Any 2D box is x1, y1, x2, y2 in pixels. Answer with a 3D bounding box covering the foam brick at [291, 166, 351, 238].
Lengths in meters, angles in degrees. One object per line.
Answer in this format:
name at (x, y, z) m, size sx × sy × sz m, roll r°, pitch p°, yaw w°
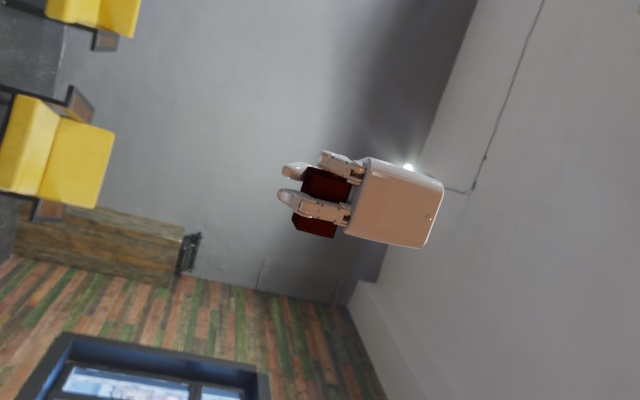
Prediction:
foam brick at (0.000, 0.002, 0.616) m, size 0.051 × 0.078 × 0.053 m, roll 15°, pitch 12°, yaw -14°
